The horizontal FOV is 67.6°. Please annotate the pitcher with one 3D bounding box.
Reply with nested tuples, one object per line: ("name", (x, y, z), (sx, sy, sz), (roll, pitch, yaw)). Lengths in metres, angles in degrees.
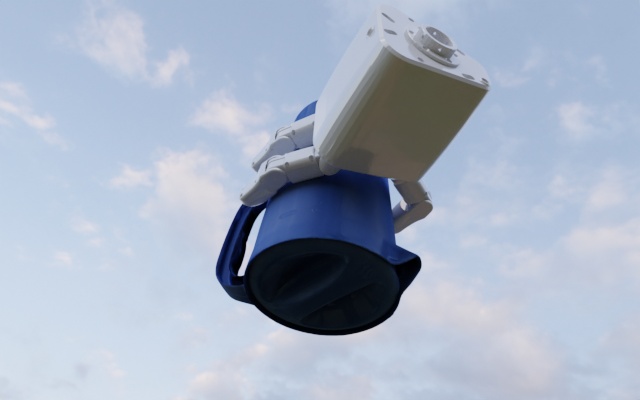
("pitcher", (0.000, 0.001, 0.484), (0.149, 0.242, 0.145), (23, -50, -14))
